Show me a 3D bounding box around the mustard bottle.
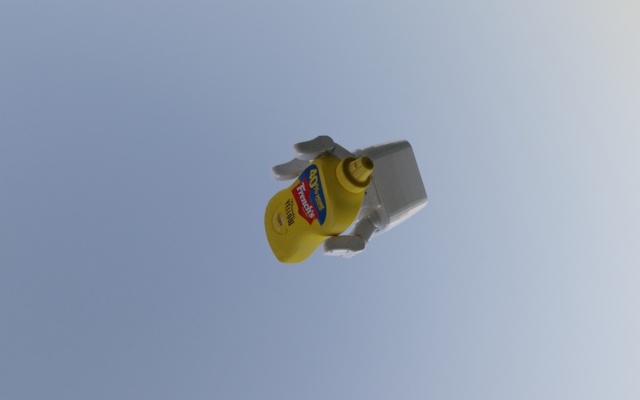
[{"bbox_3d":[0.000,0.002,0.586,0.058,0.096,0.192,7,-31,-35],"label":"mustard bottle"}]
